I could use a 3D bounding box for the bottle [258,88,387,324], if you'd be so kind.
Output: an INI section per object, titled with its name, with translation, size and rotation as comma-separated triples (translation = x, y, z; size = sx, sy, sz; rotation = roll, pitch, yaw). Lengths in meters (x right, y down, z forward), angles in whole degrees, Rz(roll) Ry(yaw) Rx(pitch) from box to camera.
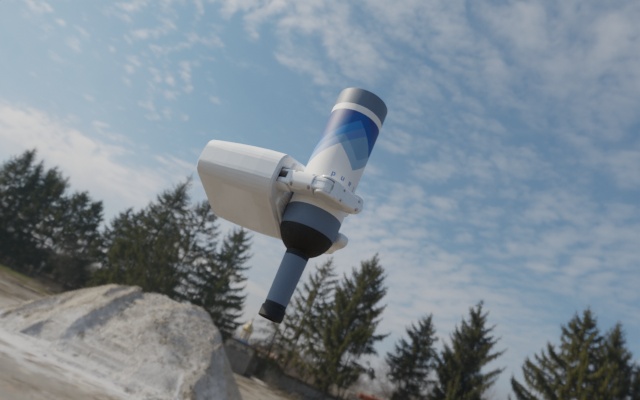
[bottle]
translation = 0.000, 0.002, 0.567
size = 0.069, 0.295, 0.069
rotation = 21, -21, 8
